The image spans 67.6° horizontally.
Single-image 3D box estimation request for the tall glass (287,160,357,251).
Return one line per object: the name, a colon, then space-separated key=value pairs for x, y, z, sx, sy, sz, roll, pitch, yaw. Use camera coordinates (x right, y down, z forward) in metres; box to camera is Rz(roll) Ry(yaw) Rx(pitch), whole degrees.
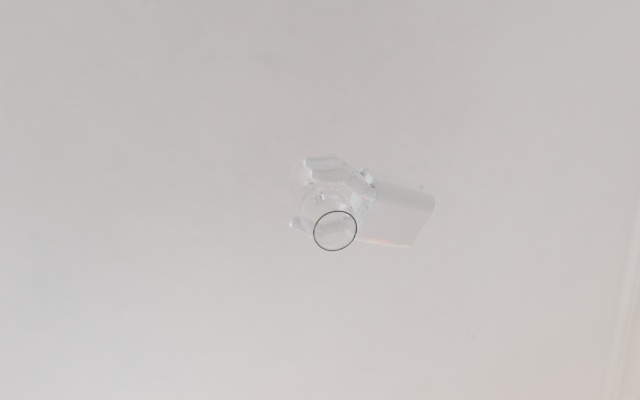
tall glass: x=0.000 y=0.002 z=0.732 sx=0.079 sy=0.079 sz=0.201 roll=0 pitch=23 yaw=-13
